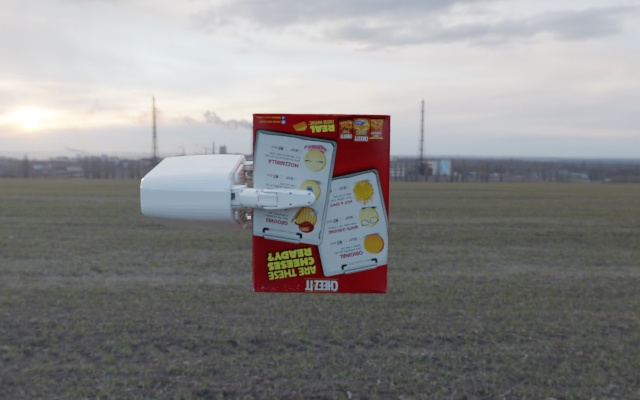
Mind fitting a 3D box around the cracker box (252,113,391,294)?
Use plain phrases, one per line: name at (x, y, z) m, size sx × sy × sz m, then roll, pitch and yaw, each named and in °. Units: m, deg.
cracker box at (0.000, 0.002, 0.591) m, size 0.164 × 0.214 × 0.072 m, roll 1°, pitch 5°, yaw 1°
